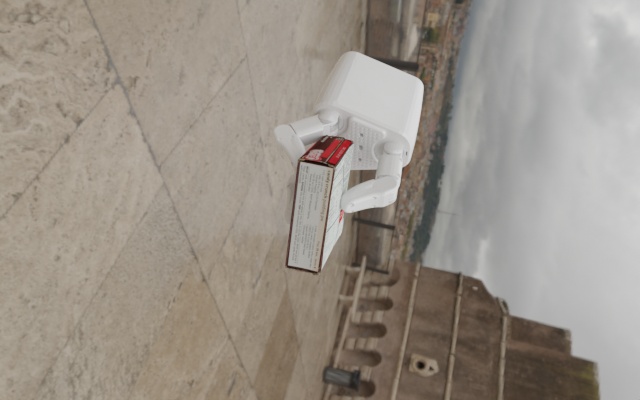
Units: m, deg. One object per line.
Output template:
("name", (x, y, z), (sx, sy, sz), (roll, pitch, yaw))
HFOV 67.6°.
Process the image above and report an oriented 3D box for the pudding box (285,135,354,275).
("pudding box", (0.000, 0.002, 0.465), (0.039, 0.113, 0.090), (11, 23, 12))
